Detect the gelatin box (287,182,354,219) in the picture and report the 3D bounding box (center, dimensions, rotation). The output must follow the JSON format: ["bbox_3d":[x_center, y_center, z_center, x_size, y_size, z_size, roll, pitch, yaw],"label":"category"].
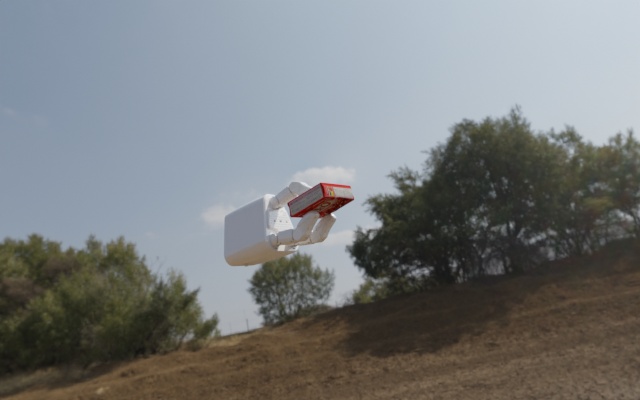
[{"bbox_3d":[0.000,0.002,0.804,0.073,0.030,0.089,5,-27,-45],"label":"gelatin box"}]
